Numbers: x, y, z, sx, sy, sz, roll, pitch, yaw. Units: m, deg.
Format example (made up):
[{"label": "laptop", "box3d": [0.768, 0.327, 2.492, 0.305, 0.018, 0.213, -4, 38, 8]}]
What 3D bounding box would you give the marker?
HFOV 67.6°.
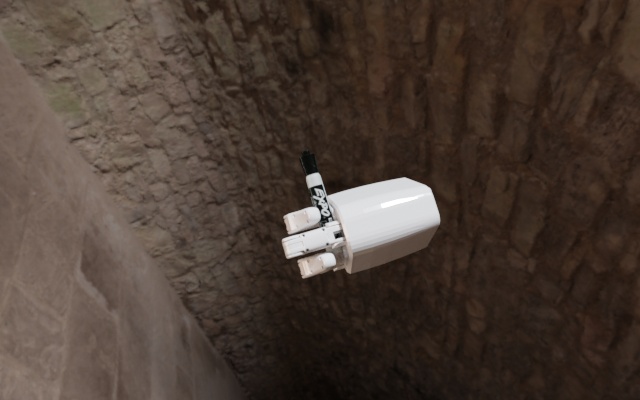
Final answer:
[{"label": "marker", "box3d": [0.000, 0.002, 0.538, 0.020, 0.121, 0.020, -16, -5, -1]}]
